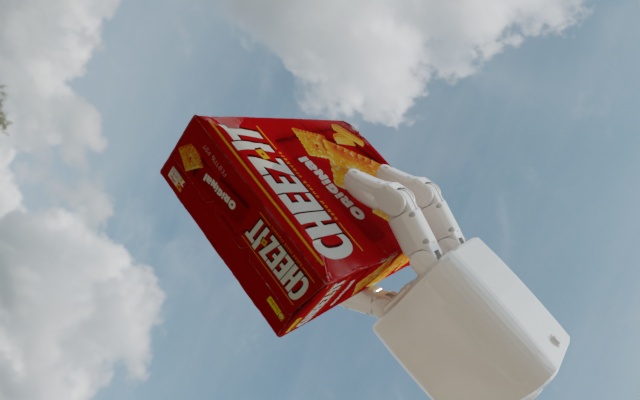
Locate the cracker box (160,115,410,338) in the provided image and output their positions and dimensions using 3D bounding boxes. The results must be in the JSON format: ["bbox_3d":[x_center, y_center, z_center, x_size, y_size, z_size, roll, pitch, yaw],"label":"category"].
[{"bbox_3d":[0.000,0.001,0.420,0.213,0.164,0.072,-11,-35,-55],"label":"cracker box"}]
